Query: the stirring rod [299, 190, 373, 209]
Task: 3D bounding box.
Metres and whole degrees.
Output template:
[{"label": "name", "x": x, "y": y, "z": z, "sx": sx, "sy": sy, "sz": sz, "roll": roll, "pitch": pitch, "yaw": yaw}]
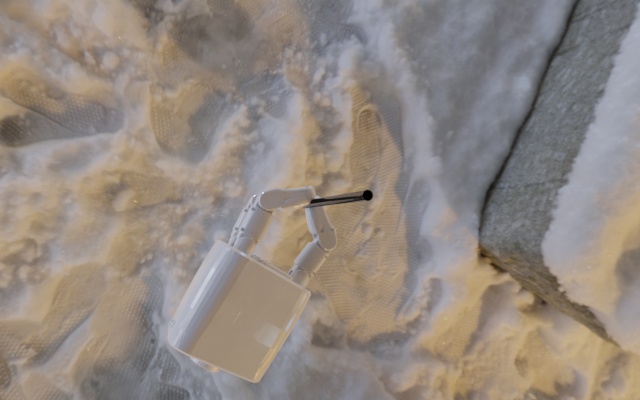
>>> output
[{"label": "stirring rod", "x": 0.000, "y": 0.002, "z": 0.458, "sx": 0.011, "sy": 0.011, "sz": 0.239, "roll": 0, "pitch": -2, "yaw": -16}]
